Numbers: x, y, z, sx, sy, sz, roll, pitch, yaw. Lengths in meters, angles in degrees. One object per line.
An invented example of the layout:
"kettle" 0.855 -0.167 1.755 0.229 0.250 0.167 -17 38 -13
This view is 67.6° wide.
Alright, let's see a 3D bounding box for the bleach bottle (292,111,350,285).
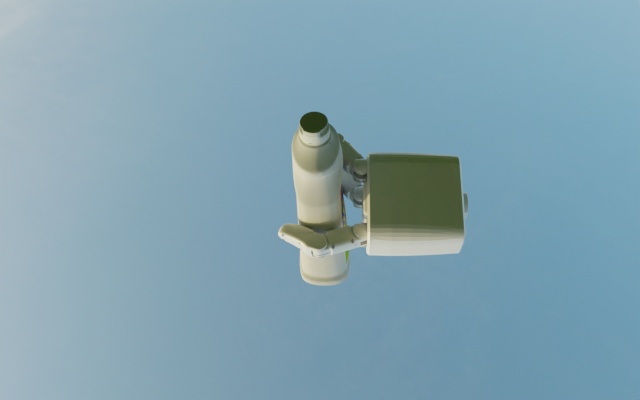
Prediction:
"bleach bottle" 0.000 0.002 0.560 0.068 0.102 0.251 -1 -34 3
